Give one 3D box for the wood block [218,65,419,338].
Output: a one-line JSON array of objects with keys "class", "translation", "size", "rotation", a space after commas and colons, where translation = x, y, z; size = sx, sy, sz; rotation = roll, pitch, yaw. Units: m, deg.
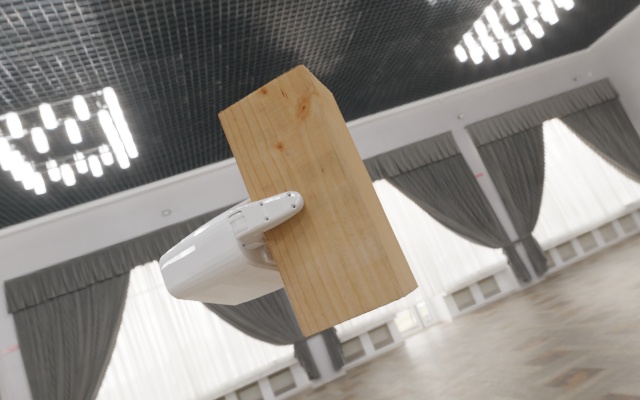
[{"class": "wood block", "translation": [0.000, 0.001, 0.426], "size": [0.090, 0.206, 0.091], "rotation": [-26, -12, 16]}]
